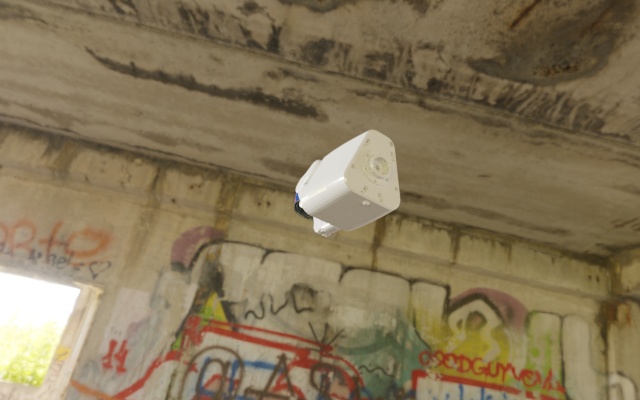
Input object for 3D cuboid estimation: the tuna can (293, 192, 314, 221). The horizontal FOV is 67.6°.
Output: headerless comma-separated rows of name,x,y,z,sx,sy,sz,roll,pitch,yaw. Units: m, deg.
tuna can,0.000,0.002,0.788,0.086,0.033,0.086,7,-27,3
